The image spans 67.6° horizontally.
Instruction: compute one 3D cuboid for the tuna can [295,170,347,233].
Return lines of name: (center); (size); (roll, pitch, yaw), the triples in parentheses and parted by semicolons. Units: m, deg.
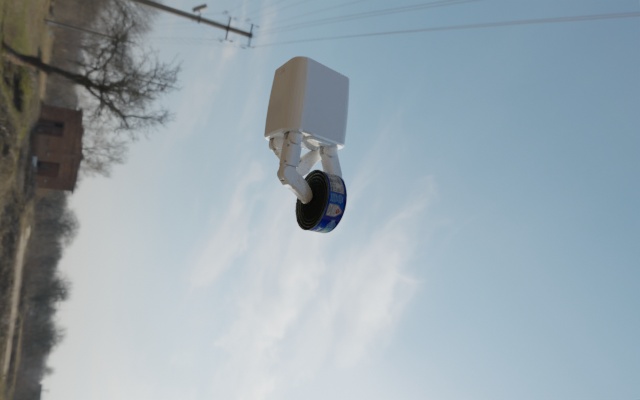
tuna can: (0.001, 0.002, 0.665); (0.034, 0.086, 0.086); (13, -7, -30)
